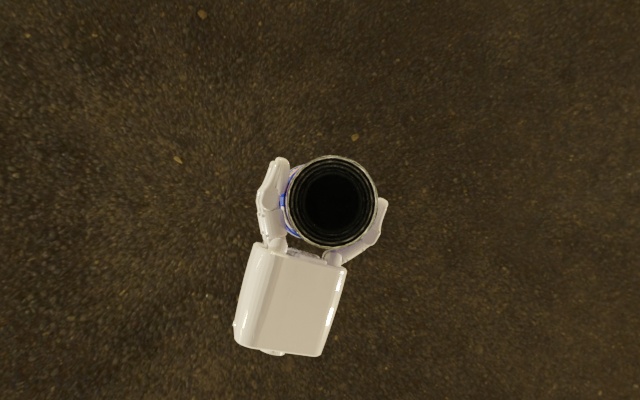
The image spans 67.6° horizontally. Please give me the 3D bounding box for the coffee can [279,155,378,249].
[{"bbox_3d":[0.000,0.002,0.583,0.103,0.103,0.140,0,0,-11],"label":"coffee can"}]
